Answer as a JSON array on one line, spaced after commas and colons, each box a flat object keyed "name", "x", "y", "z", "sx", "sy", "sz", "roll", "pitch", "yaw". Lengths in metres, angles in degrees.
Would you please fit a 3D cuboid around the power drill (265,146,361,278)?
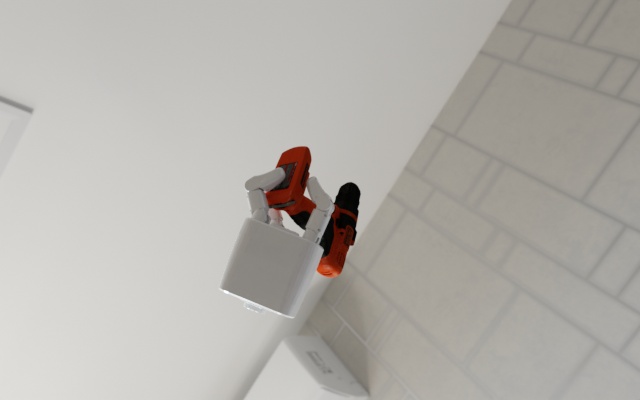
[{"name": "power drill", "x": 0.000, "y": 0.002, "z": 0.760, "sx": 0.057, "sy": 0.184, "sz": 0.188, "roll": -12, "pitch": -44, "yaw": 33}]
